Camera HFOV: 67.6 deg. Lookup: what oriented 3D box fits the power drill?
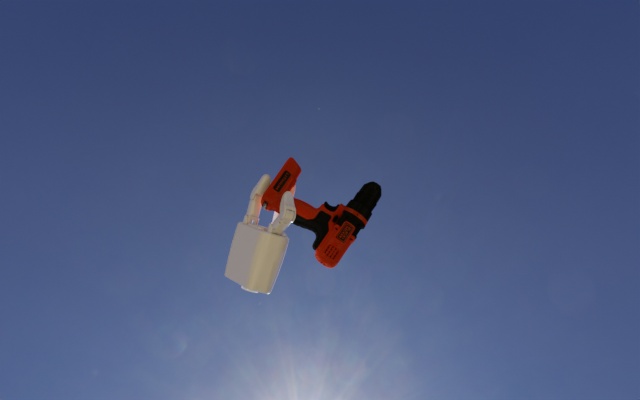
[{"bbox_3d":[0.000,0.003,0.880,0.187,0.184,0.057,35,-15,1],"label":"power drill"}]
